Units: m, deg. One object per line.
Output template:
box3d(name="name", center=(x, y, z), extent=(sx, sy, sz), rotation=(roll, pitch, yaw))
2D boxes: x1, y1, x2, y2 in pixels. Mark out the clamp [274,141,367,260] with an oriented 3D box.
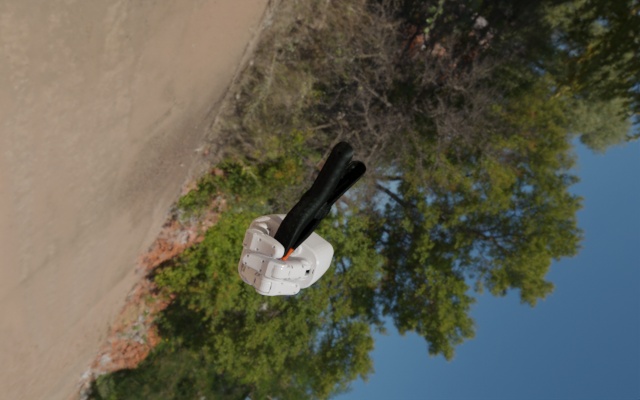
box3d(name="clamp", center=(0.000, 0.003, 0.622), extent=(0.039, 0.171, 0.120), rotation=(43, 13, 21))
